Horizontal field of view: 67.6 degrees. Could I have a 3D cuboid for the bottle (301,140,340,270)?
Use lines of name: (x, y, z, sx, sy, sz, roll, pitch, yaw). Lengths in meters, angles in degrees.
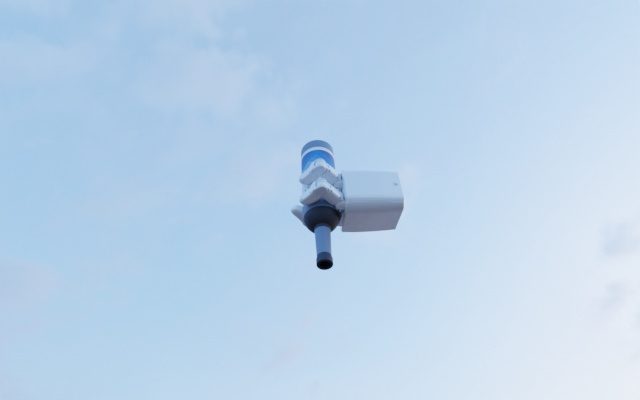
bottle: (0.000, 0.003, 0.871, 0.069, 0.069, 0.295, 0, 43, -4)
